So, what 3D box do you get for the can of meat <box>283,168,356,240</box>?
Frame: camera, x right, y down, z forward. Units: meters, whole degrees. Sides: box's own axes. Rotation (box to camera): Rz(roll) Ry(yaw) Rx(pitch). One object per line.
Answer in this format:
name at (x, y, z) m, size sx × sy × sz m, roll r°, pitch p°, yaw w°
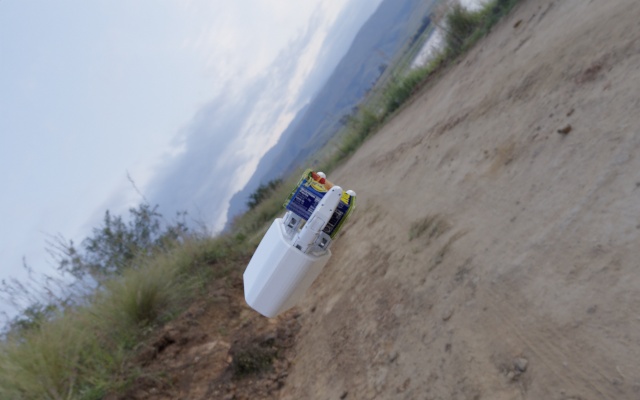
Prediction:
can of meat at (0.000, 0.002, 0.677) m, size 0.084 × 0.057 × 0.102 m, roll 32°, pitch 13°, yaw -2°
